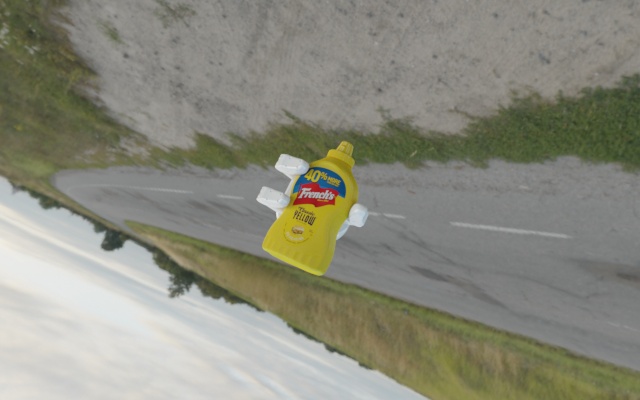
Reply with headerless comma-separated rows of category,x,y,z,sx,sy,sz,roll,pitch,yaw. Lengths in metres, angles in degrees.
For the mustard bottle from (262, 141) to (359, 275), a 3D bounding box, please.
mustard bottle,0.000,0.002,0.677,0.096,0.191,0.058,19,-14,27
